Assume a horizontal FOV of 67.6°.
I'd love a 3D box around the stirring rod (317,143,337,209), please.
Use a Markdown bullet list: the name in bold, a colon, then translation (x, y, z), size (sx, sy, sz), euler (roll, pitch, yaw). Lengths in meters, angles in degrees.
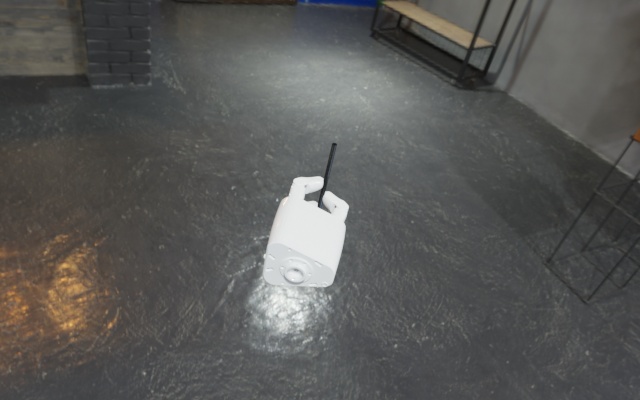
- **stirring rod**: translation (0.000, 0.003, 0.835), size (0.011, 0.240, 0.011), euler (8, 38, -7)
